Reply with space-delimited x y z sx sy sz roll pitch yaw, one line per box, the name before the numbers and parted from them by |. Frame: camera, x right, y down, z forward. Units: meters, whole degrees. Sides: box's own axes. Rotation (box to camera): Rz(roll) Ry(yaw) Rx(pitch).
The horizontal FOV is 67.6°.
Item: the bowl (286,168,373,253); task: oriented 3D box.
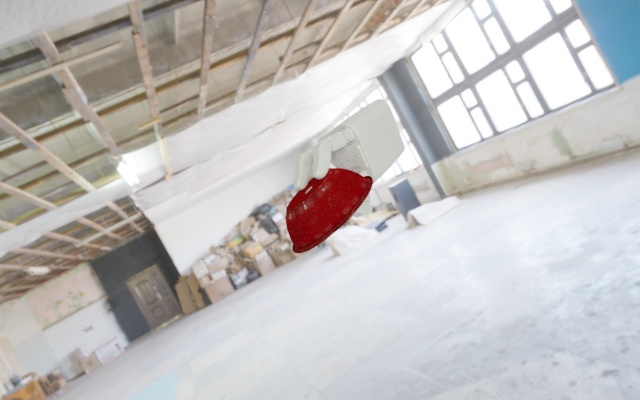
bowl | -0.001 0.003 0.709 0.162 0.055 0.162 -41 13 12
